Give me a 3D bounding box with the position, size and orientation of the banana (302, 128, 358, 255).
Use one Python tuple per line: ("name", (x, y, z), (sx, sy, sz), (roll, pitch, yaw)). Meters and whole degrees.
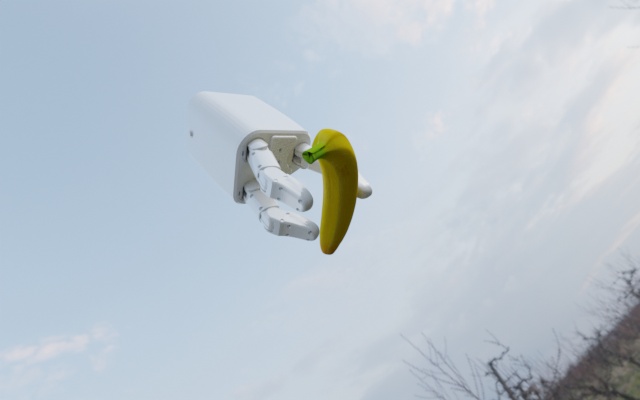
("banana", (0.012, -0.013, 0.493), (0.037, 0.069, 0.198), (34, -22, 25))
